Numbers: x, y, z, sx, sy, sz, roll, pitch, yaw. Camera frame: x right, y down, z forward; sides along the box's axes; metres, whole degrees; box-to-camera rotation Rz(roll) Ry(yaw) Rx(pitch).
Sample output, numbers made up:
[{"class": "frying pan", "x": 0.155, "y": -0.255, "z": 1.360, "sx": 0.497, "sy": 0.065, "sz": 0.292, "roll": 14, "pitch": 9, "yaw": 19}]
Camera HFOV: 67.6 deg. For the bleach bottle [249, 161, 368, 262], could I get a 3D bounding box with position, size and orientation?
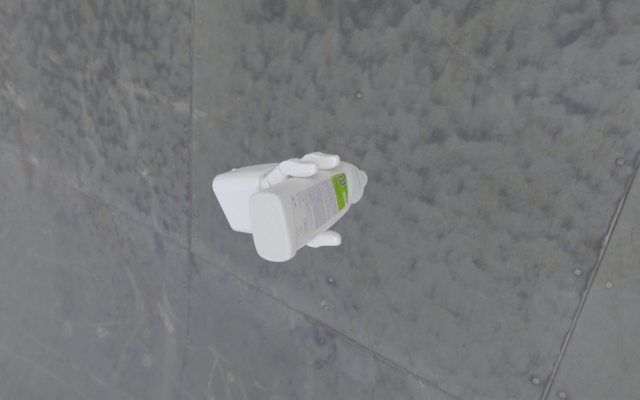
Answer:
[{"class": "bleach bottle", "x": 0.000, "y": 0.002, "z": 0.734, "sx": 0.068, "sy": 0.102, "sz": 0.250, "roll": 0, "pitch": 15, "yaw": 36}]
